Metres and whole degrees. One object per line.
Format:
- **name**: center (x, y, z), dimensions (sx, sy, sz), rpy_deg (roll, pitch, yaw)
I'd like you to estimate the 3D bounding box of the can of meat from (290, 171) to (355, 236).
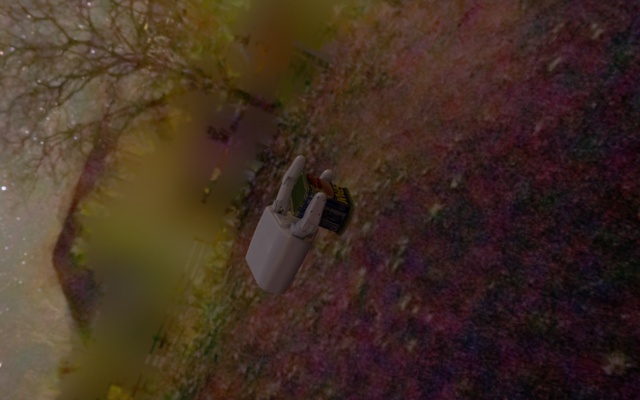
- **can of meat**: center (0.000, 0.002, 0.766), dimensions (0.084, 0.057, 0.102), rpy_deg (22, 21, -16)
